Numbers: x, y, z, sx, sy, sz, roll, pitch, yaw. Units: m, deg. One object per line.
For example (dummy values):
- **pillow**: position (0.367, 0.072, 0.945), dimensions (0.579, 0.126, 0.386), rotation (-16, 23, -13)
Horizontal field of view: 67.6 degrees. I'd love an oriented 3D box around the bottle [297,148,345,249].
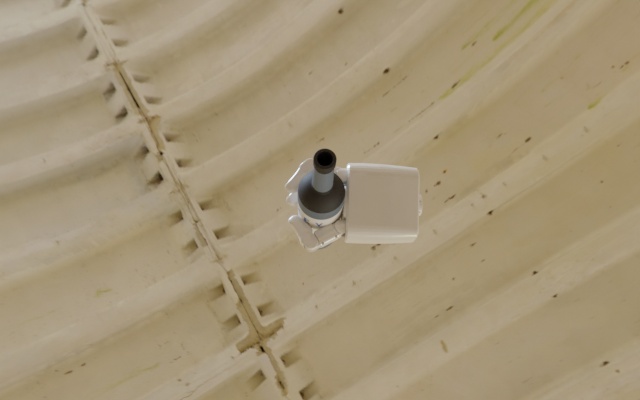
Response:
- **bottle**: position (0.000, 0.002, 0.695), dimensions (0.069, 0.069, 0.296), rotation (0, -20, -2)
